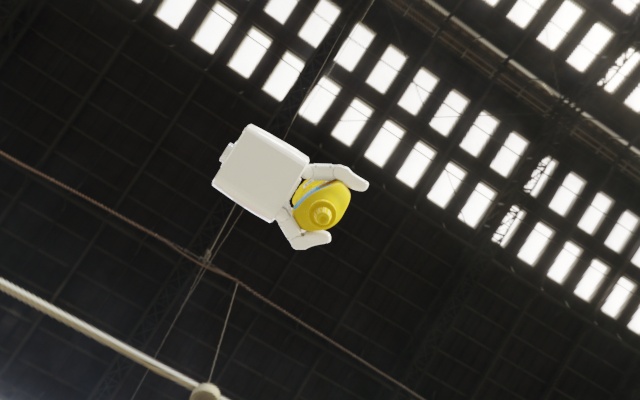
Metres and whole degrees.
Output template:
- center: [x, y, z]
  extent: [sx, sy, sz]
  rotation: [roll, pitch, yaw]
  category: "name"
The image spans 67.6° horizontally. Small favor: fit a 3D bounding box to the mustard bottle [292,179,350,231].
- center: [0.000, 0.003, 0.749]
  extent: [0.096, 0.058, 0.191]
  rotation: [-32, 12, 6]
  category: "mustard bottle"
